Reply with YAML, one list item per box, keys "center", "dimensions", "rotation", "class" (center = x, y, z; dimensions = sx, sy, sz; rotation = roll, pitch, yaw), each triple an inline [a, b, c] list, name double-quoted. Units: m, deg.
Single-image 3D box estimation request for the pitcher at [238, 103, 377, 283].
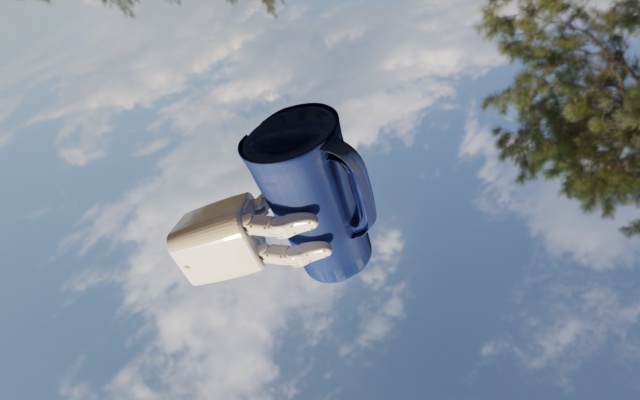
- center: [0.000, 0.002, 0.652]
  dimensions: [0.145, 0.243, 0.149]
  rotation: [-18, 36, 6]
  class: "pitcher"
